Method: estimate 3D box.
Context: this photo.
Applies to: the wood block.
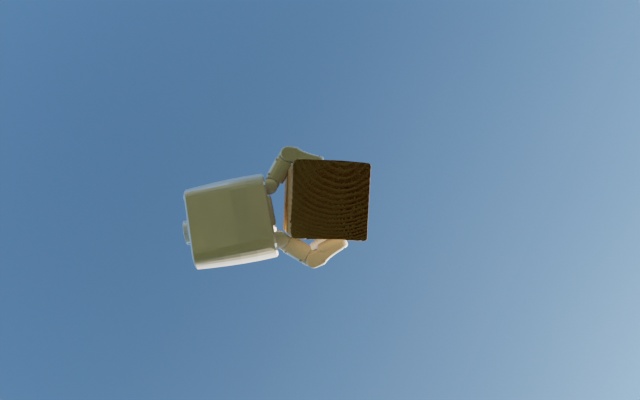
[{"bbox_3d":[0.000,0.002,0.633,0.090,0.091,0.206,2,-1,-7],"label":"wood block"}]
